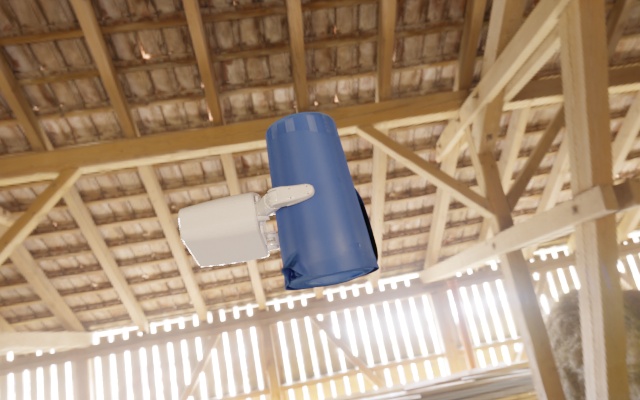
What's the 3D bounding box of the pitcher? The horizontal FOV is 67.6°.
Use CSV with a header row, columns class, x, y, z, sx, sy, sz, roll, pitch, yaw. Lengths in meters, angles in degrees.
class,x,y,z,sx,sy,sz,roll,pitch,yaw
pitcher,0.000,0.002,0.695,0.145,0.242,0.149,-12,-16,-1
